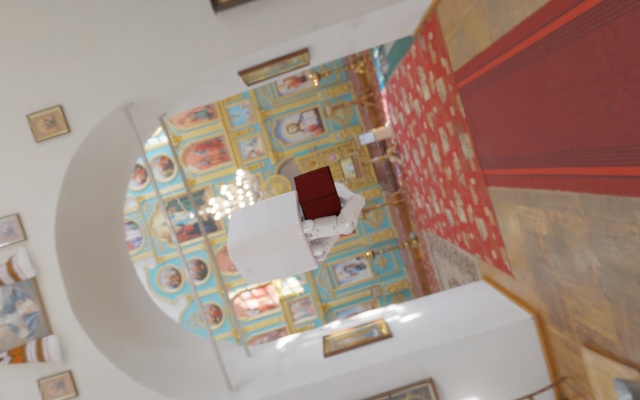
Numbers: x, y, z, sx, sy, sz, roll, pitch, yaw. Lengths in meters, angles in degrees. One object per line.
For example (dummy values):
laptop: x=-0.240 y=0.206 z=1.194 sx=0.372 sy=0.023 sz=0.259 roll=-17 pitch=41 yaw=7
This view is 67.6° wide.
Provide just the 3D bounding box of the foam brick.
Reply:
foam brick: x=0.000 y=0.002 z=0.657 sx=0.051 sy=0.053 sz=0.078 roll=-16 pitch=-42 yaw=3
